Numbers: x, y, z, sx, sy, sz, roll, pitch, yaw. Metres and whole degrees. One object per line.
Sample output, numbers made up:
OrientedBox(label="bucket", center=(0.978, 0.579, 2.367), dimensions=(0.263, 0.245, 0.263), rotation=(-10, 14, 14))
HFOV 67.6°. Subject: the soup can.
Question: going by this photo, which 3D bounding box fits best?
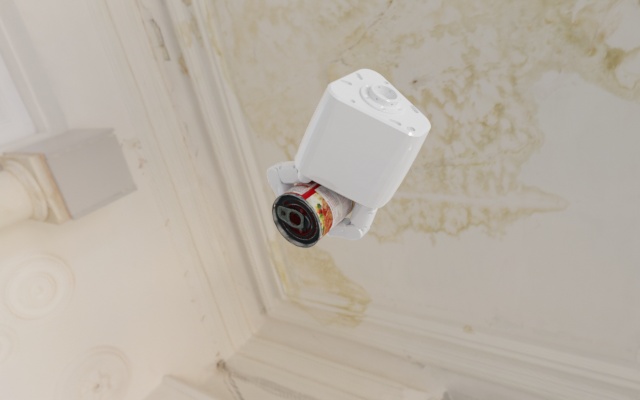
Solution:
OrientedBox(label="soup can", center=(0.000, 0.002, 0.569), dimensions=(0.068, 0.068, 0.102), rotation=(0, 25, 38))
